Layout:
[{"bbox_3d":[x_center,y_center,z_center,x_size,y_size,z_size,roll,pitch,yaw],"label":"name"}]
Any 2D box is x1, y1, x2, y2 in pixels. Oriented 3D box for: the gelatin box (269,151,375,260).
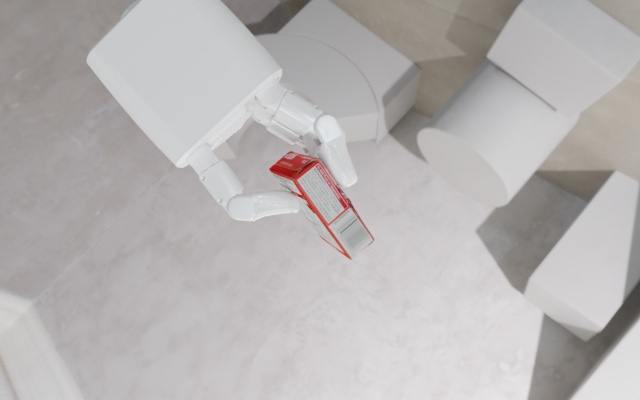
[{"bbox_3d":[0.000,0.002,0.410,0.030,0.089,0.073,-39,20,-10],"label":"gelatin box"}]
